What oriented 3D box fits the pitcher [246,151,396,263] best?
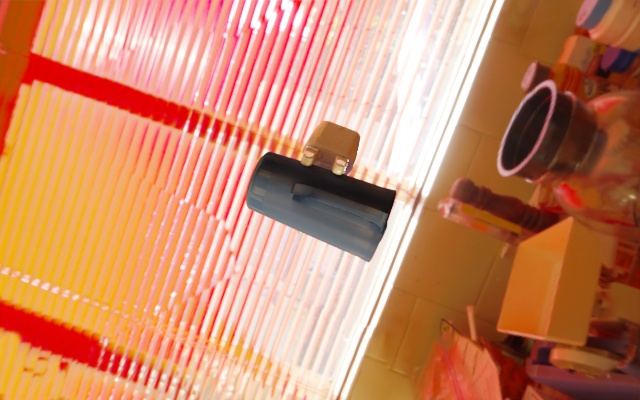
[{"bbox_3d":[0.000,0.003,0.816,0.243,0.149,0.145,20,40,2],"label":"pitcher"}]
